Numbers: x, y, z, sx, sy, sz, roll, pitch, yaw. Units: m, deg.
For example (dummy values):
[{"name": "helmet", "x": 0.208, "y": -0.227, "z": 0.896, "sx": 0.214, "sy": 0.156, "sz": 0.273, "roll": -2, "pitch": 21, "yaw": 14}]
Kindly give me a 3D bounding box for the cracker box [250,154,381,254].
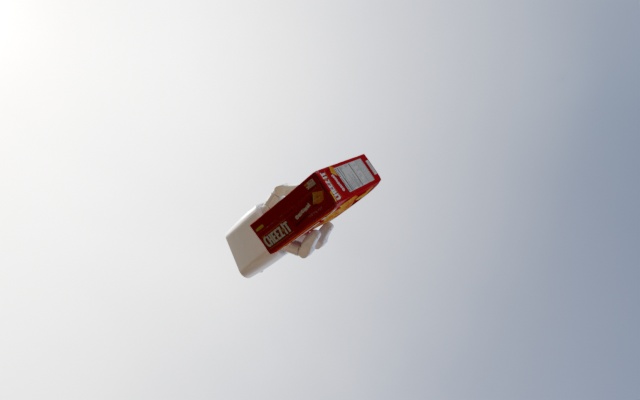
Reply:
[{"name": "cracker box", "x": 0.000, "y": 0.003, "z": 0.857, "sx": 0.164, "sy": 0.072, "sz": 0.213, "roll": -38, "pitch": -6, "yaw": 29}]
